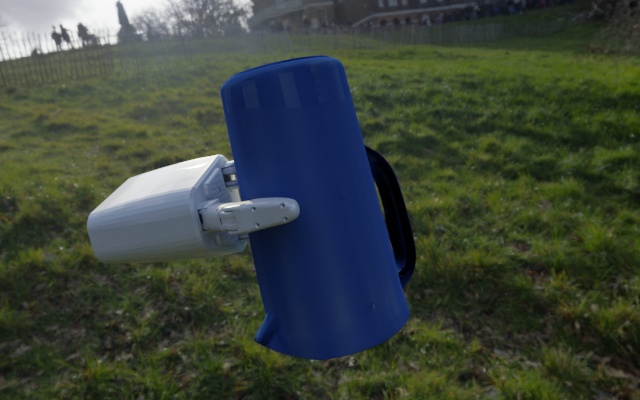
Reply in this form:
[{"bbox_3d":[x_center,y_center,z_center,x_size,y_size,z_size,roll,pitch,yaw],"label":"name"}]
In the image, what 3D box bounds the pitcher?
[{"bbox_3d":[0.000,0.001,0.433,0.145,0.243,0.149,-11,9,13],"label":"pitcher"}]
